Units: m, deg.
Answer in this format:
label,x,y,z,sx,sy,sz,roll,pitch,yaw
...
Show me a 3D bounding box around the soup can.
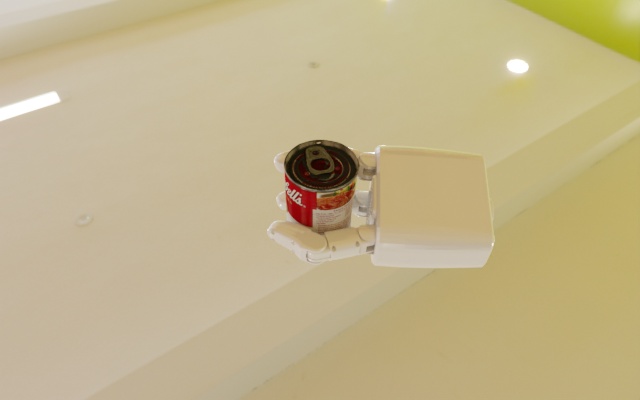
label,x,y,z,sx,sy,sz,roll,pitch,yaw
soup can,0.000,0.002,0.463,0.068,0.068,0.102,0,-43,-2
